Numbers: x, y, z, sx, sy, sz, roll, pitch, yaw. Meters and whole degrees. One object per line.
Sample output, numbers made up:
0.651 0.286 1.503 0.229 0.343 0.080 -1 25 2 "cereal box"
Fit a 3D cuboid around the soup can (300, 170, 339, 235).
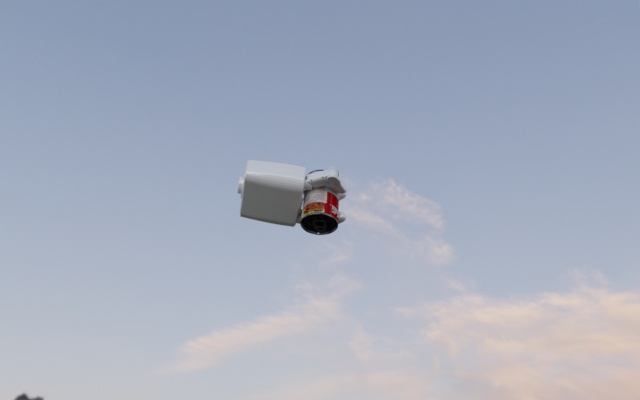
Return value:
0.001 0.003 0.874 0.068 0.102 0.069 2 -37 2 "soup can"
